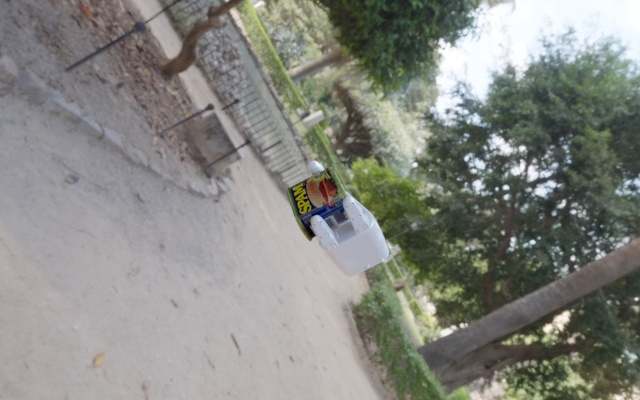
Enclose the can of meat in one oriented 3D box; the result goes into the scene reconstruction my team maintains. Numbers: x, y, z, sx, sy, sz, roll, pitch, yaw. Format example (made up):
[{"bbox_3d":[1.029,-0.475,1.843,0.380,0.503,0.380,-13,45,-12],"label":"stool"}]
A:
[{"bbox_3d":[0.000,0.002,0.756,0.084,0.057,0.102,-27,42,5],"label":"can of meat"}]
